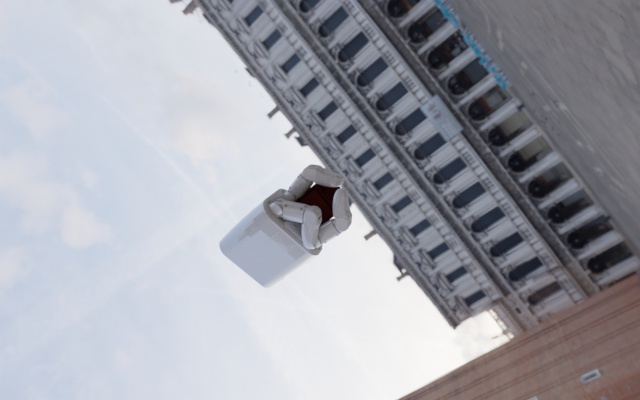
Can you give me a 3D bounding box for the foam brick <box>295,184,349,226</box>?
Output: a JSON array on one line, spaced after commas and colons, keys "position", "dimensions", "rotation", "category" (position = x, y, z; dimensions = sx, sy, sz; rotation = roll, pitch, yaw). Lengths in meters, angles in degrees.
[{"position": [0.000, 0.002, 0.717], "dimensions": [0.051, 0.053, 0.078], "rotation": [-39, 3, 24], "category": "foam brick"}]
